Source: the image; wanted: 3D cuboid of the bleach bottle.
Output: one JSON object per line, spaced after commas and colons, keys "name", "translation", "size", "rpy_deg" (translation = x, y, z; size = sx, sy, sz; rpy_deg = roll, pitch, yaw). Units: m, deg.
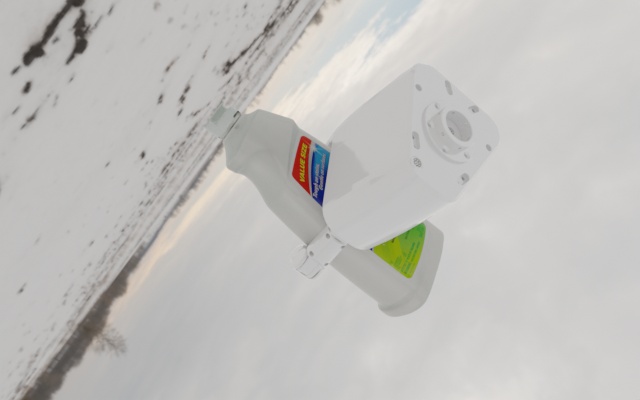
{"name": "bleach bottle", "translation": [0.000, 0.001, 0.450], "size": [0.251, 0.102, 0.068], "rpy_deg": [36, -35, -13]}
